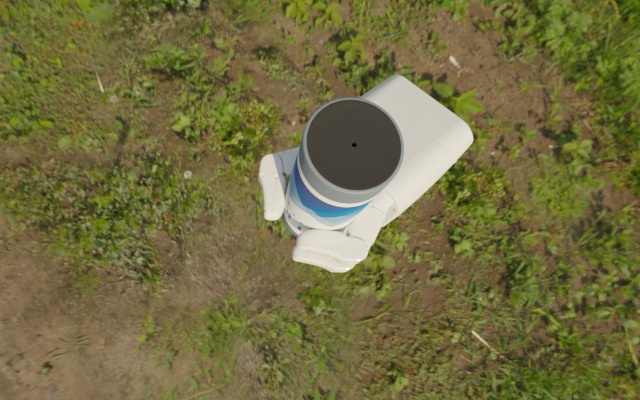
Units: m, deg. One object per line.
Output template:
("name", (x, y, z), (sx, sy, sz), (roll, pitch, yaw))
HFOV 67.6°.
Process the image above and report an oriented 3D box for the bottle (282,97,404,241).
("bottle", (0.000, 0.001, 0.444), (0.069, 0.069, 0.296), (0, -15, -9))
